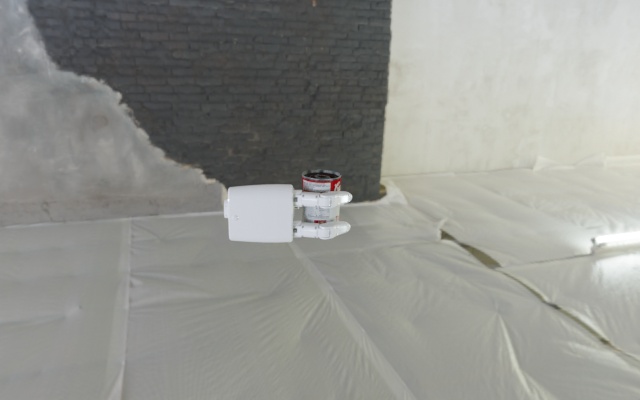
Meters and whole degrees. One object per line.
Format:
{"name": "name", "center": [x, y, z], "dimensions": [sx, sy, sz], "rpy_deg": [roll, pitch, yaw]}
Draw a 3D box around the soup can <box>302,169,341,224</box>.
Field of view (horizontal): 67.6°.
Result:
{"name": "soup can", "center": [0.001, 0.003, 0.837], "dimensions": [0.068, 0.102, 0.068], "rpy_deg": [2, 17, -1]}
